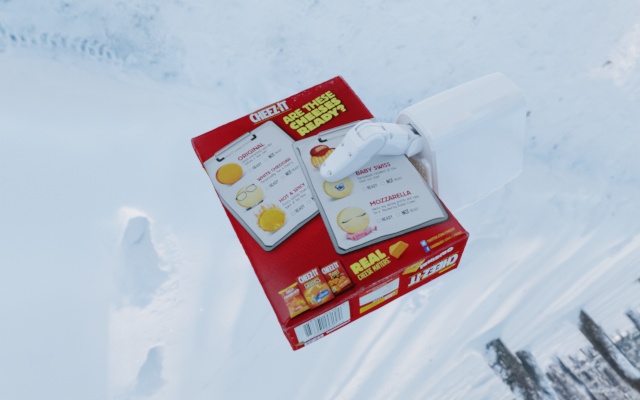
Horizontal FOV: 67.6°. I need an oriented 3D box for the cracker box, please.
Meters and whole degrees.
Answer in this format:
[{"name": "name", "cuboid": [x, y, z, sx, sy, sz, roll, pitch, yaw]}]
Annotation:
[{"name": "cracker box", "cuboid": [0.000, 0.001, 0.435, 0.164, 0.213, 0.072, -25, -32, -11]}]
